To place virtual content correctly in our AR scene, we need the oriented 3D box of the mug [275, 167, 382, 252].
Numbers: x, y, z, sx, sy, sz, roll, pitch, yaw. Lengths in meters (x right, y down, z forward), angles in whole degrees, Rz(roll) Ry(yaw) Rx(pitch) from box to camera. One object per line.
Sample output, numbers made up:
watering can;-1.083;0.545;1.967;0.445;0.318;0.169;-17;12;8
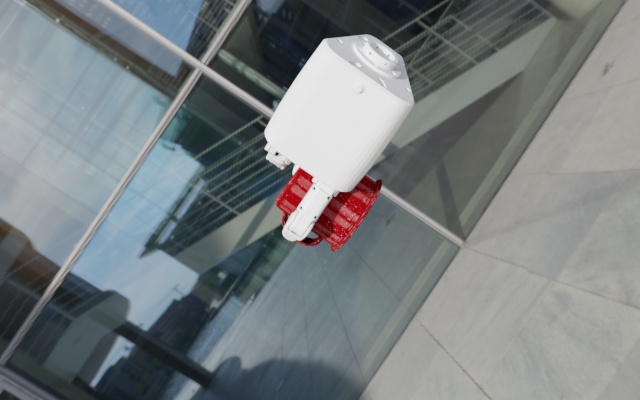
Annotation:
mug;-0.001;0.002;0.516;0.081;0.117;0.093;34;33;-4
